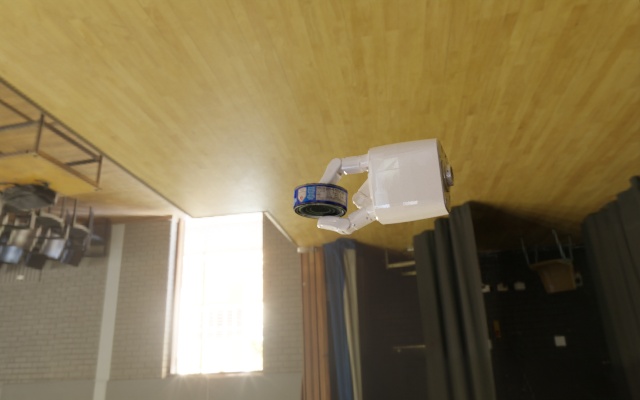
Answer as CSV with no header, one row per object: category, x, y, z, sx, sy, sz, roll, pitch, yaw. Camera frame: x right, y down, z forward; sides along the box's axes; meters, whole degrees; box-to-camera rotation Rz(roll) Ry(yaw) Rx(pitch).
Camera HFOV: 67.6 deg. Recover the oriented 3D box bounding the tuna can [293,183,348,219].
tuna can,0.000,0.003,0.746,0.086,0.033,0.086,2,-18,1
